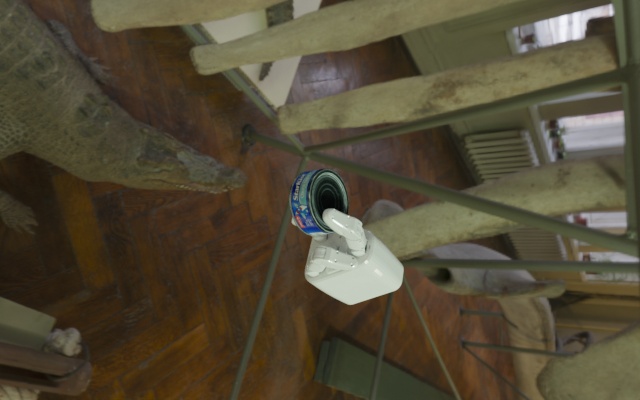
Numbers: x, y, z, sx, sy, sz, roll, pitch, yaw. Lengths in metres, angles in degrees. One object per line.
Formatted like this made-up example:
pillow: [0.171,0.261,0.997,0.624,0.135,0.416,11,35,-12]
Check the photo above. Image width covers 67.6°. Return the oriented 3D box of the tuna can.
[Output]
tuna can: [0.001,0.002,0.621,0.034,0.086,0.086,-7,-5,39]
